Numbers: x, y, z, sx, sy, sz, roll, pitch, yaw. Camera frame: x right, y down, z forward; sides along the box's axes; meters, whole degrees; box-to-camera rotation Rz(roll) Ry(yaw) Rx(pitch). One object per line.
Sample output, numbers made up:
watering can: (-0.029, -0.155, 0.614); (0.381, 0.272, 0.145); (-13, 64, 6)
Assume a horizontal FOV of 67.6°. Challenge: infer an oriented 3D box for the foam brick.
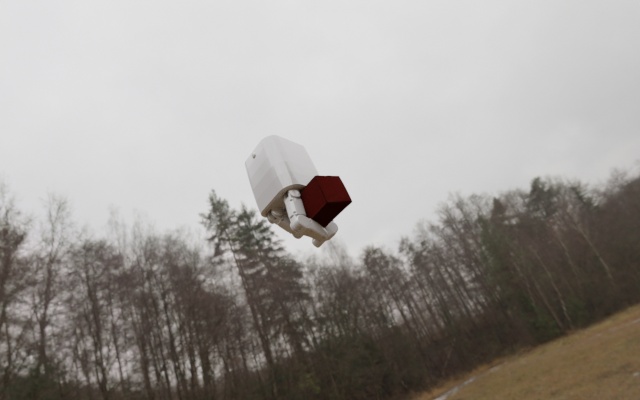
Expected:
foam brick: (0.000, 0.002, 0.746); (0.053, 0.051, 0.078); (0, -33, -41)
